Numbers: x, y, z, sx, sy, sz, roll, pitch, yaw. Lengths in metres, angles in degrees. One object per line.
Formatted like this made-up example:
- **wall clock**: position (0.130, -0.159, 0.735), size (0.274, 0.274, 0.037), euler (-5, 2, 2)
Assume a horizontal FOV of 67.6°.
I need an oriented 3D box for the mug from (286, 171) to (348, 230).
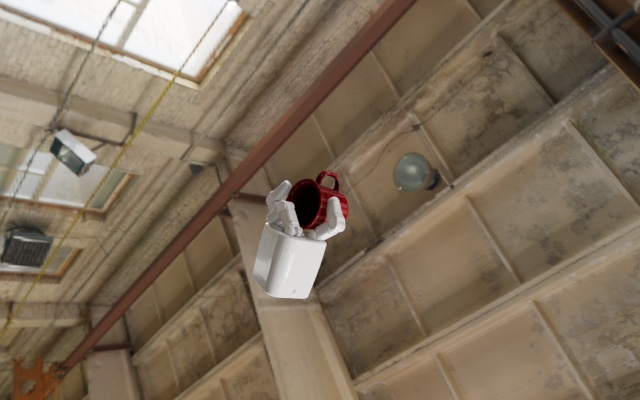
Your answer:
- **mug**: position (0.001, 0.001, 0.867), size (0.081, 0.117, 0.093), euler (15, 7, -44)
